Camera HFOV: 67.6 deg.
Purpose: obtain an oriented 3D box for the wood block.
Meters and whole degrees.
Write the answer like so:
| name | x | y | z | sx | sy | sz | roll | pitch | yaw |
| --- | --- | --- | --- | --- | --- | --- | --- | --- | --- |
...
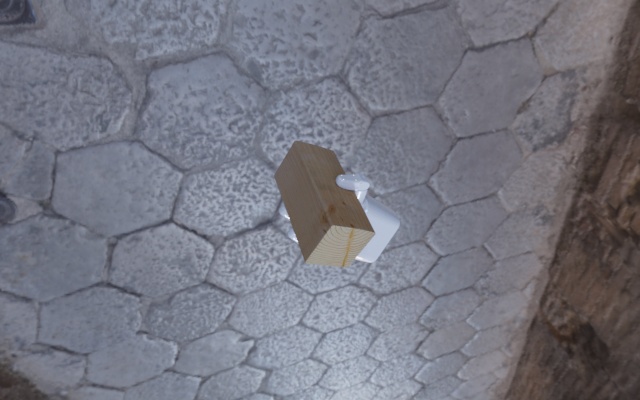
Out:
| name | x | y | z | sx | sy | sz | roll | pitch | yaw |
| --- | --- | --- | --- | --- | --- | --- | --- | --- | --- |
| wood block | 0.001 | 0.003 | 0.815 | 0.090 | 0.091 | 0.206 | 11 | 38 | -34 |
